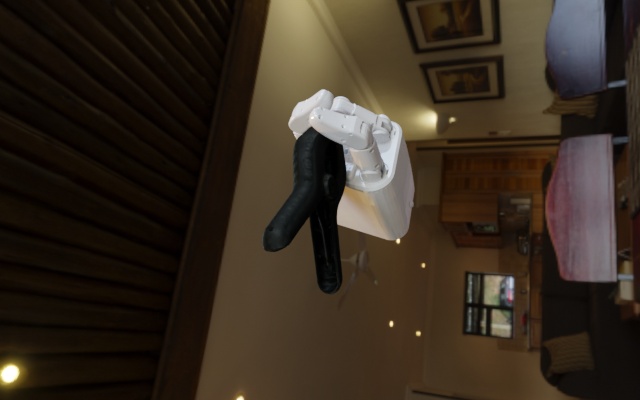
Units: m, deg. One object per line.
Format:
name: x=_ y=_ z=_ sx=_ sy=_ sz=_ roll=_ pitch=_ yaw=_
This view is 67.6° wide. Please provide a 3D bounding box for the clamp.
clamp: x=-0.001 y=0.001 z=0.458 sx=0.039 sy=0.171 sz=0.120 roll=0 pitch=-37 yaw=24
